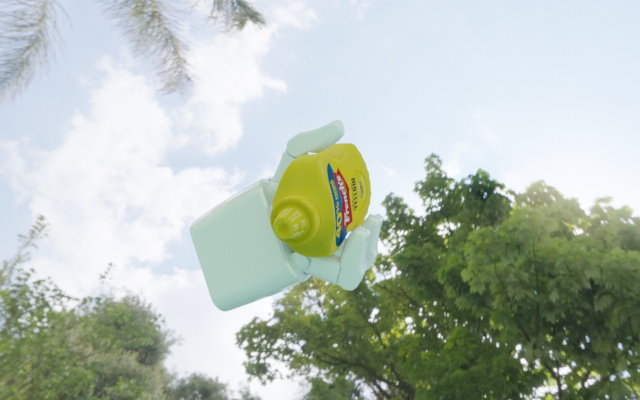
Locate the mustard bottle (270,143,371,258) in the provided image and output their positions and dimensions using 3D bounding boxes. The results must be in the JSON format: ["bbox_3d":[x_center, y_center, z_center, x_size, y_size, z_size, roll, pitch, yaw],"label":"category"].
[{"bbox_3d":[0.000,0.001,0.459,0.058,0.096,0.191,-1,12,20],"label":"mustard bottle"}]
